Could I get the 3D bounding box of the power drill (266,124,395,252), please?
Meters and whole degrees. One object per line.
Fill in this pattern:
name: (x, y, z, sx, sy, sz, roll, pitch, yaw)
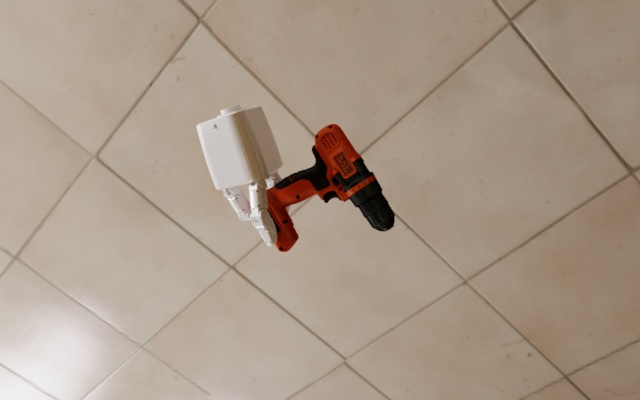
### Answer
power drill: (0.000, 0.002, 0.743, 0.188, 0.184, 0.057, -33, -6, 13)
